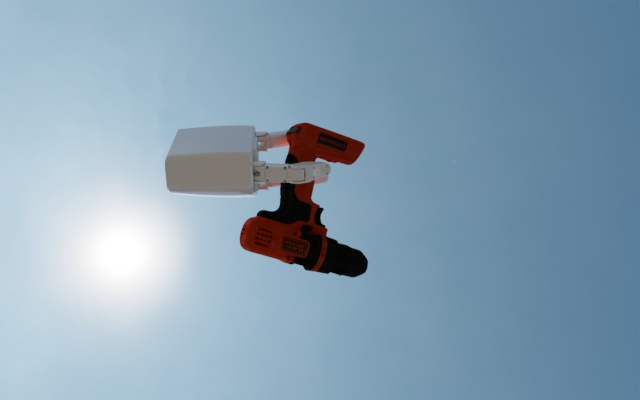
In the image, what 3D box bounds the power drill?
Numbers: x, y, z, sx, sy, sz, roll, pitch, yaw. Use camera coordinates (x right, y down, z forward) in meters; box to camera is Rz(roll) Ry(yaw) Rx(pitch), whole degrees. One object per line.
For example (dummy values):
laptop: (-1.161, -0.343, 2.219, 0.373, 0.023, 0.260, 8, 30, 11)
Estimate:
power drill: (0.000, 0.002, 0.648, 0.184, 0.187, 0.057, 18, -7, -21)
